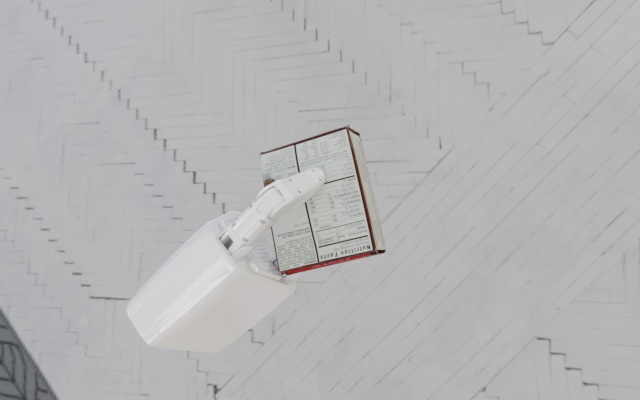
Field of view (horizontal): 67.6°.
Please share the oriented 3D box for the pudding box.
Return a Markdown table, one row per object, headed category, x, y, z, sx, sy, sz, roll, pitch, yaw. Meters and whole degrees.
| category | x | y | z | sx | sy | sz | roll | pitch | yaw |
| --- | --- | --- | --- | --- | --- | --- | --- | --- | --- |
| pudding box | 0.000 | 0.001 | 0.418 | 0.090 | 0.113 | 0.039 | -14 | -9 | 17 |
